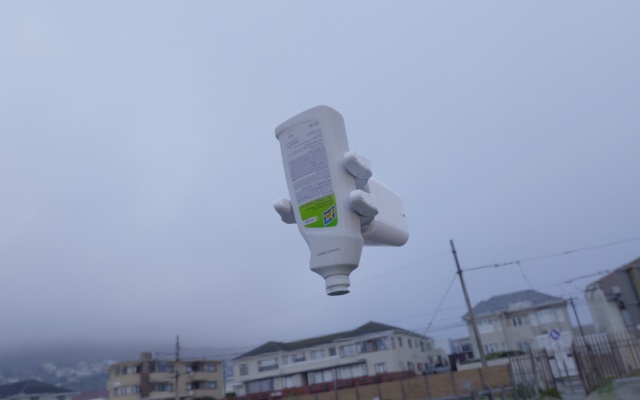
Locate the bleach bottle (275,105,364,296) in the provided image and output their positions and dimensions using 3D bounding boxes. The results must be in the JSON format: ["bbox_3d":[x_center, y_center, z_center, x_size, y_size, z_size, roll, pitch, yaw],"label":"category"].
[{"bbox_3d":[0.000,0.002,0.637,0.102,0.250,0.068,-22,-27,31],"label":"bleach bottle"}]
